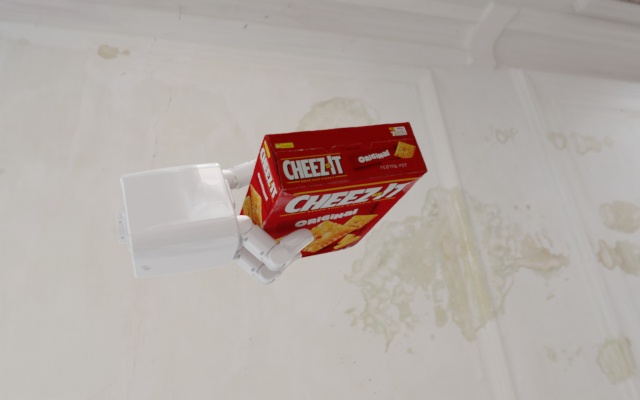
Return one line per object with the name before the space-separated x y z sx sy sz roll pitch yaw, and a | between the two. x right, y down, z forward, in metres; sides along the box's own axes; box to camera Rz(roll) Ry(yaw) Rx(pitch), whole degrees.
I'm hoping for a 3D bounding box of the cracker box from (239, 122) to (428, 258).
cracker box | 0.000 0.002 0.557 0.164 0.072 0.214 -9 -22 -22
